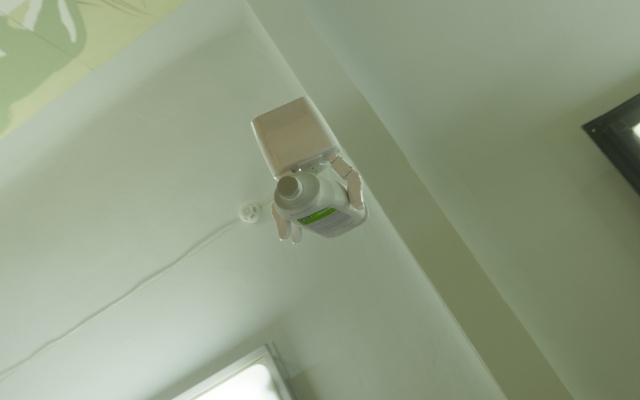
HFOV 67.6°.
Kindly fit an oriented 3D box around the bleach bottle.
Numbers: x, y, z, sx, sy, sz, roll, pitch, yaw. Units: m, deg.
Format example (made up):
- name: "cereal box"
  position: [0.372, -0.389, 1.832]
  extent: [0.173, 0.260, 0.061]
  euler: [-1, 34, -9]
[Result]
- name: "bleach bottle"
  position: [0.000, 0.002, 0.723]
  extent: [0.102, 0.068, 0.251]
  euler: [-30, -18, 9]
